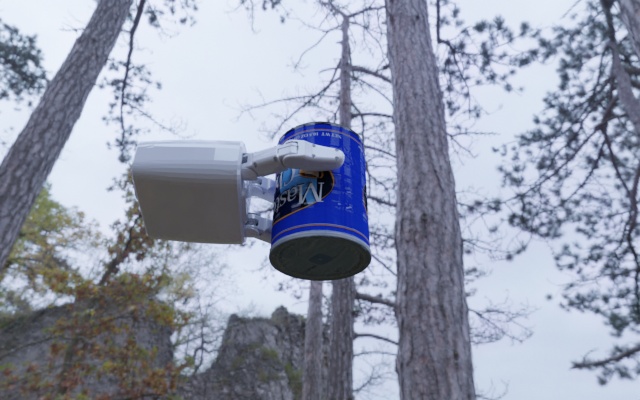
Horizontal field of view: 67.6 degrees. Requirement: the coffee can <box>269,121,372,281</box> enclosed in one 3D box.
[{"bbox_3d":[0.000,0.002,0.513,0.103,0.140,0.103,0,-33,0],"label":"coffee can"}]
